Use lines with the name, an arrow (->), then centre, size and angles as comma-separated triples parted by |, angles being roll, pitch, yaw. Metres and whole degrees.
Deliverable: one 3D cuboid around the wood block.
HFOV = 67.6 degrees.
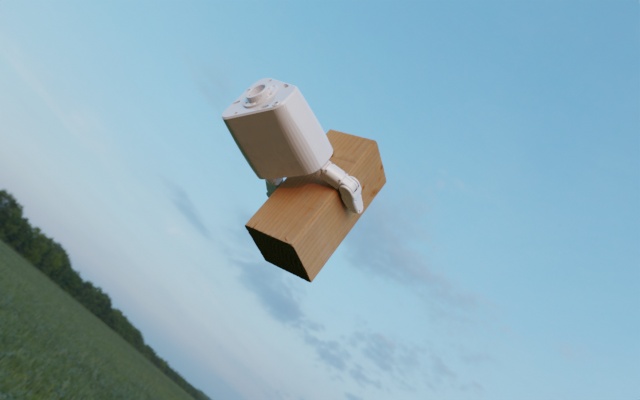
wood block -> 0.000, 0.002, 0.693 | 0.091, 0.206, 0.090 | 20, -32, 34
